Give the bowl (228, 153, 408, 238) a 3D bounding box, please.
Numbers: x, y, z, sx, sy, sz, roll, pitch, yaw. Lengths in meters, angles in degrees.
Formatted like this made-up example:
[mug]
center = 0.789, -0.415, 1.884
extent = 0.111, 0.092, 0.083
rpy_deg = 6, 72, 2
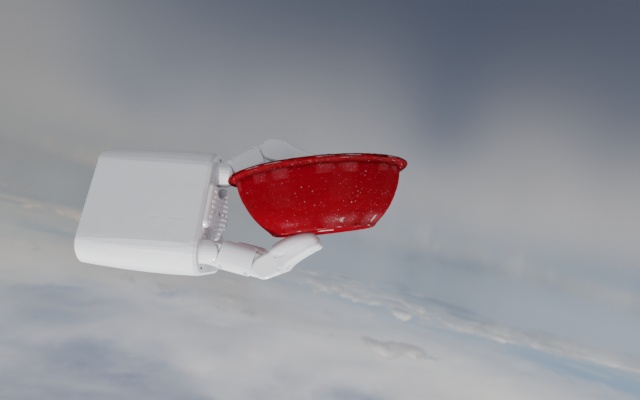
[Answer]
[bowl]
center = 0.001, 0.002, 0.429
extent = 0.162, 0.055, 0.162
rpy_deg = -6, -7, -1
